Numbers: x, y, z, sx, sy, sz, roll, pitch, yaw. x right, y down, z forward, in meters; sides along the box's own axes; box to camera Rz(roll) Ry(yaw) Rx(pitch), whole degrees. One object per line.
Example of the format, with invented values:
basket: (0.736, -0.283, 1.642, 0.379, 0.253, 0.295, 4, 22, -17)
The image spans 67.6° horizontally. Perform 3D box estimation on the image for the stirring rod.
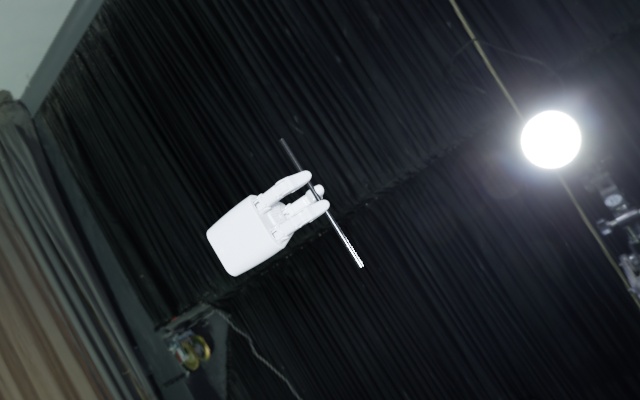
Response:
stirring rod: (0.000, 0.002, 0.757, 0.011, 0.239, 0.011, -31, -7, -4)
